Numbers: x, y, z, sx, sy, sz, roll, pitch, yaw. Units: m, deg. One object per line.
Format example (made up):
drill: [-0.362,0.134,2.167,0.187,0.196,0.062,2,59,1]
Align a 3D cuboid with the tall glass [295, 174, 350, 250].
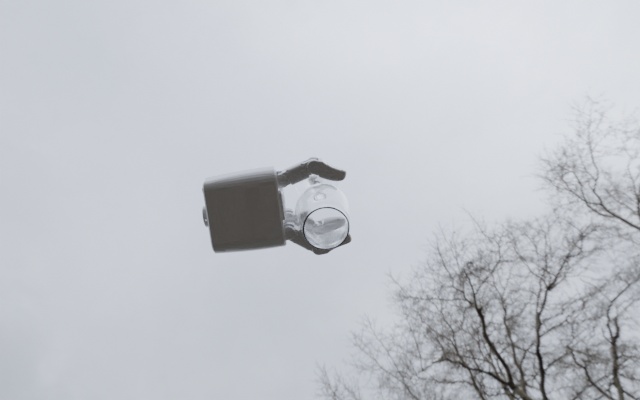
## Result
tall glass: [0.000,0.002,0.712,0.079,0.079,0.201,0,20,-5]
